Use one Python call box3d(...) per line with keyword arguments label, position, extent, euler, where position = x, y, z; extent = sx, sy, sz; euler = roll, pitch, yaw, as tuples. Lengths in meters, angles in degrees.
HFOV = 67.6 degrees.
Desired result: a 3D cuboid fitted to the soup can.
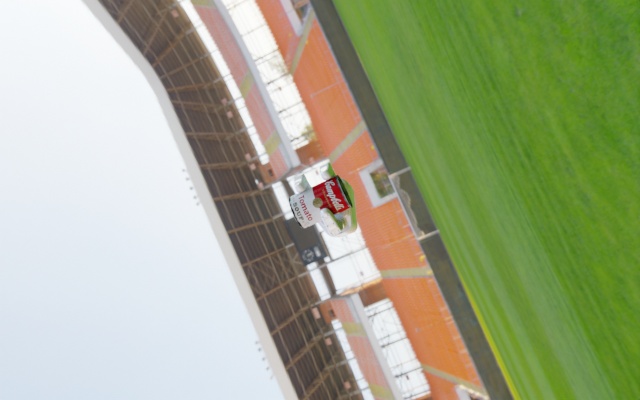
box3d(label="soup can", position=(0.000, 0.003, 0.895), extent=(0.102, 0.068, 0.068), euler=(-24, -4, 10))
